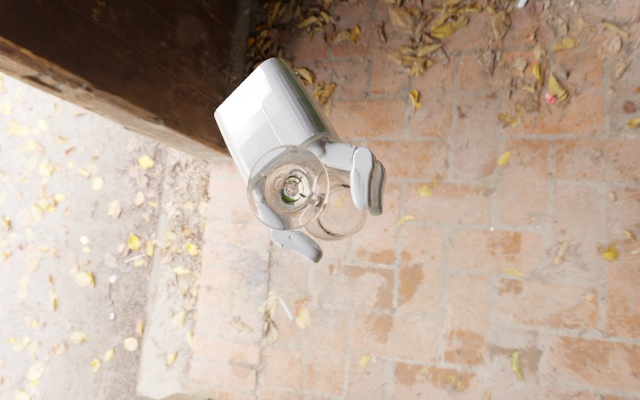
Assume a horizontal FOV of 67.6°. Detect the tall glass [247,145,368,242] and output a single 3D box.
[{"bbox_3d":[0.000,0.002,0.496,0.079,0.079,0.201,0,-8,17],"label":"tall glass"}]
